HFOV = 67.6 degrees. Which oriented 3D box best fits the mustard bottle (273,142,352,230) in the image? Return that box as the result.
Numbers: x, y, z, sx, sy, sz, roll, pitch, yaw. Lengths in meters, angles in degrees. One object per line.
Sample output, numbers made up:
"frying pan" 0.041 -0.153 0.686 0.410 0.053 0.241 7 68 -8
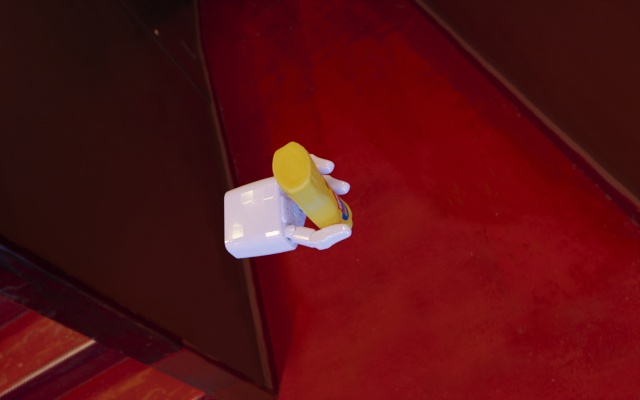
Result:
"mustard bottle" 0.000 0.002 0.722 0.058 0.096 0.192 -32 -43 7
